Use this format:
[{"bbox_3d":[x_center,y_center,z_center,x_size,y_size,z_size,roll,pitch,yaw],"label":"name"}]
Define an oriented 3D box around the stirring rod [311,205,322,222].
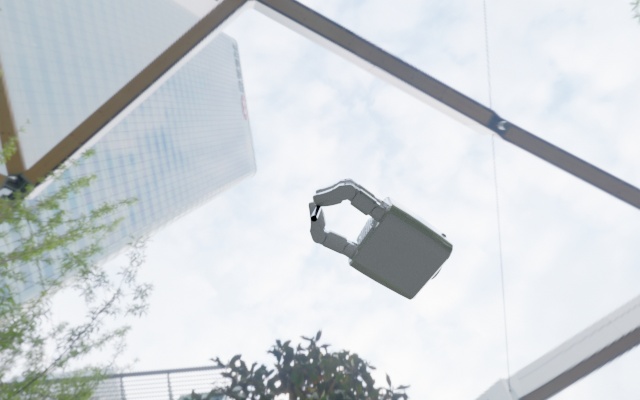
[{"bbox_3d":[0.000,0.002,0.693,0.011,0.011,0.239,0,9,4],"label":"stirring rod"}]
